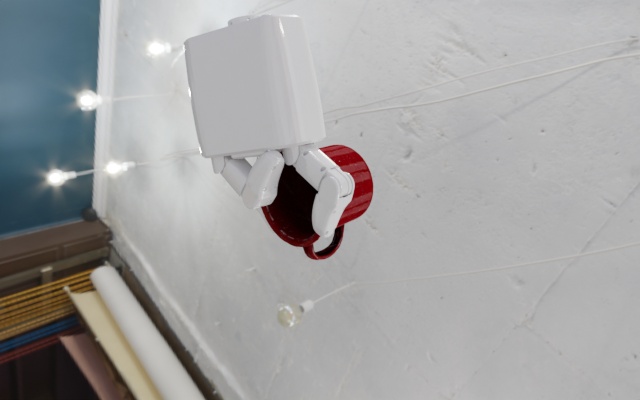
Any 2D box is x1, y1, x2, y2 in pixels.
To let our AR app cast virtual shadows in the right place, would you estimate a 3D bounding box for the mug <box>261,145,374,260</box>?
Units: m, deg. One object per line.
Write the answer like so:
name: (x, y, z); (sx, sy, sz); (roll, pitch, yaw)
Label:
mug: (0.000, 0.003, 0.478); (0.093, 0.117, 0.081); (3, 16, 45)
